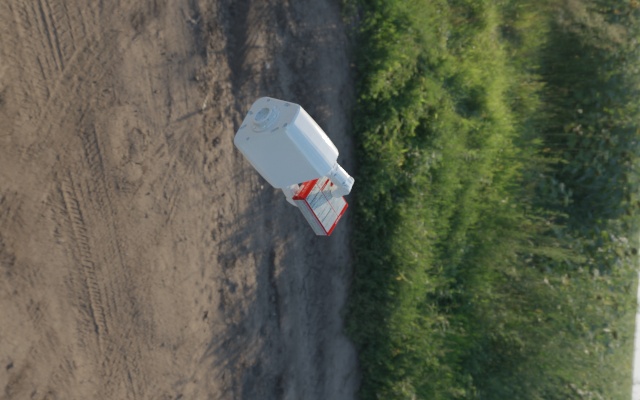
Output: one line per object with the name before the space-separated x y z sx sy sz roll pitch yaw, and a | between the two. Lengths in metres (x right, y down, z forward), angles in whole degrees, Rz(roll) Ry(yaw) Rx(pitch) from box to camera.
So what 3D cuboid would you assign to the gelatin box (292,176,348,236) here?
gelatin box | 0.001 0.003 0.783 0.030 0.089 0.073 -2 43 41
